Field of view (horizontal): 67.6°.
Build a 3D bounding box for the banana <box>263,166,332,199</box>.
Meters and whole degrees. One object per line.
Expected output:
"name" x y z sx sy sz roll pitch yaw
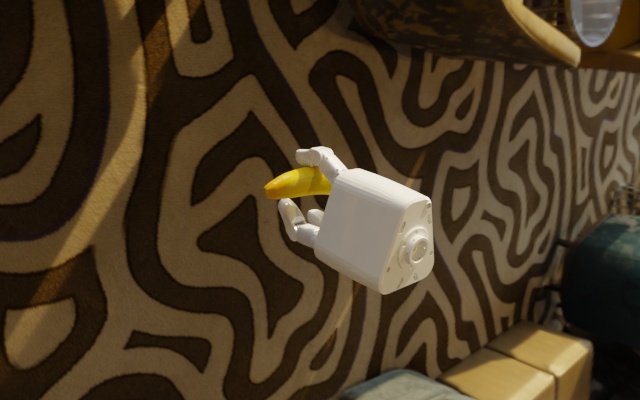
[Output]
"banana" 0.011 -0.014 0.638 0.198 0.069 0.037 18 14 -48
